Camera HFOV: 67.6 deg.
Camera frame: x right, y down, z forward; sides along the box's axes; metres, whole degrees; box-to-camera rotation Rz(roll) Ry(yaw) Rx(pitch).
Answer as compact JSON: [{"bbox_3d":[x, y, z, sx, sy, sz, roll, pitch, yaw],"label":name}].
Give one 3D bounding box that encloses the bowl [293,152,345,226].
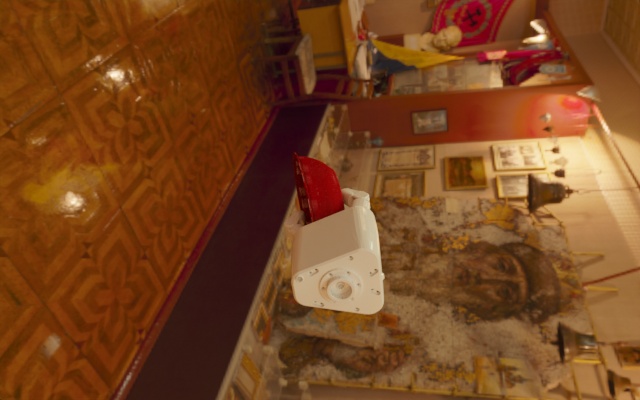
[{"bbox_3d":[0.000,0.001,0.719,0.055,0.162,0.162,-12,1,-7],"label":"bowl"}]
